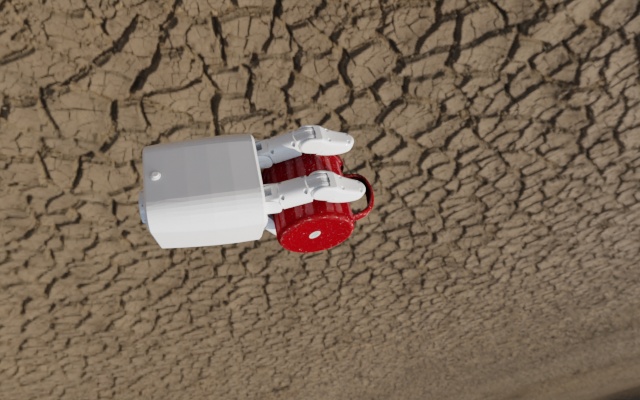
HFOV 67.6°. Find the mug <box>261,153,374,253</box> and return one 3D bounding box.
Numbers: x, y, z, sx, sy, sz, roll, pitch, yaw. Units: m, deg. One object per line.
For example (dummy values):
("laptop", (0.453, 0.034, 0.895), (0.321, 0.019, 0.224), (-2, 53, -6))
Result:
("mug", (0.002, 0.002, 0.510), (0.117, 0.081, 0.093), (-7, -30, -11))
